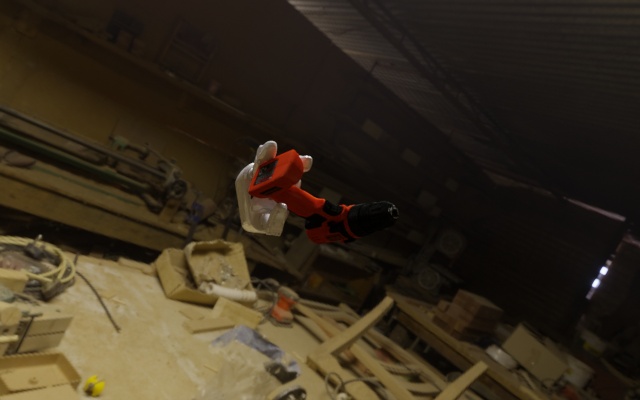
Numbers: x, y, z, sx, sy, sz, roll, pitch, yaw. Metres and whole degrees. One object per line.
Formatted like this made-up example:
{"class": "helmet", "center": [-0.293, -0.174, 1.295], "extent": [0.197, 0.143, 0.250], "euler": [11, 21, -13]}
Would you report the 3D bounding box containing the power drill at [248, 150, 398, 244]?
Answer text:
{"class": "power drill", "center": [0.000, 0.002, 0.724], "extent": [0.188, 0.057, 0.184], "euler": [37, -36, -29]}
